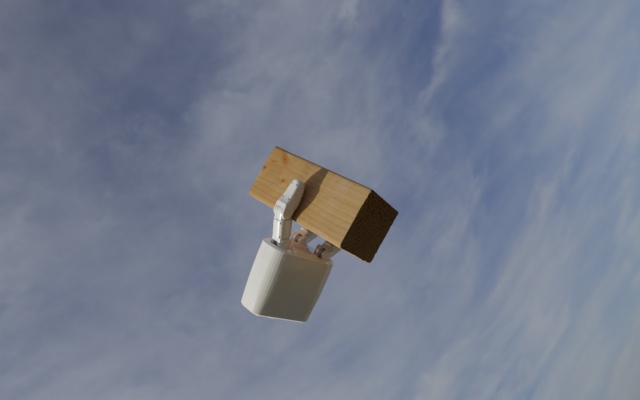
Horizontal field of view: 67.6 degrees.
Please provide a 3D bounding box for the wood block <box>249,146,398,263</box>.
[{"bbox_3d":[0.000,0.003,0.724,0.206,0.090,0.091,27,-4,40],"label":"wood block"}]
